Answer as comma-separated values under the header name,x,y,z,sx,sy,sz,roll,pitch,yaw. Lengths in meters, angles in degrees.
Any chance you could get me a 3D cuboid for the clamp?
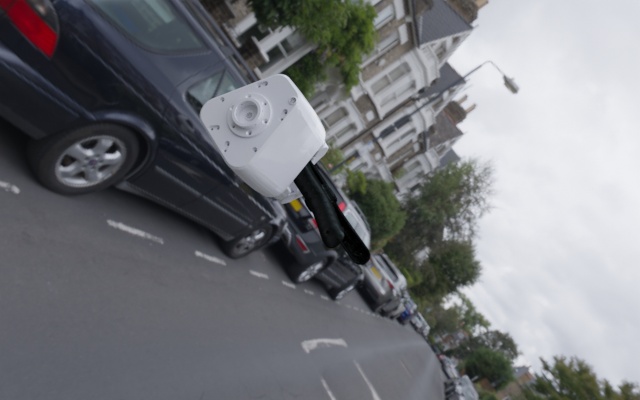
name,x,y,z,sx,sy,sz,roll,pitch,yaw
clamp,0.001,0.001,0.588,0.039,0.171,0.120,-35,-18,3
